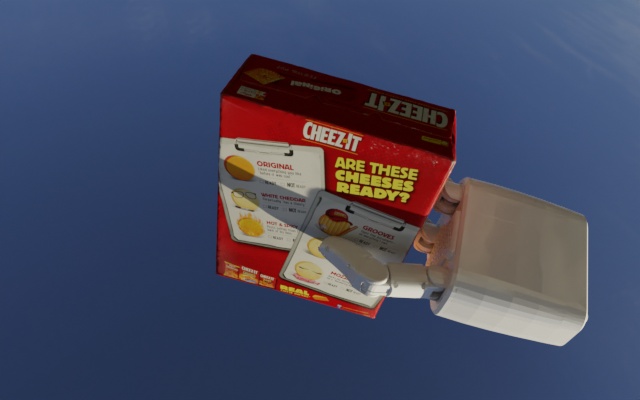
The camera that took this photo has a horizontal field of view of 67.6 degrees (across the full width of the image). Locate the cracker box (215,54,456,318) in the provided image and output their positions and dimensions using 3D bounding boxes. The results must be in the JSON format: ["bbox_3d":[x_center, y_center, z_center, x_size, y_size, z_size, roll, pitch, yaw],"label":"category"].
[{"bbox_3d":[0.000,0.002,0.410,0.164,0.072,0.214,16,-44,1],"label":"cracker box"}]
